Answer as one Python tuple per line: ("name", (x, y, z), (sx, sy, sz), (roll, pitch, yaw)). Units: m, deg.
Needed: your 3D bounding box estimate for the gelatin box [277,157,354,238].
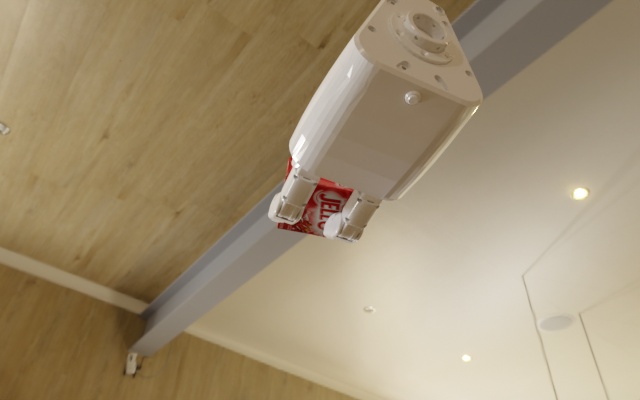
("gelatin box", (0.000, 0.001, 0.449), (0.073, 0.030, 0.089), (11, -34, -4))
